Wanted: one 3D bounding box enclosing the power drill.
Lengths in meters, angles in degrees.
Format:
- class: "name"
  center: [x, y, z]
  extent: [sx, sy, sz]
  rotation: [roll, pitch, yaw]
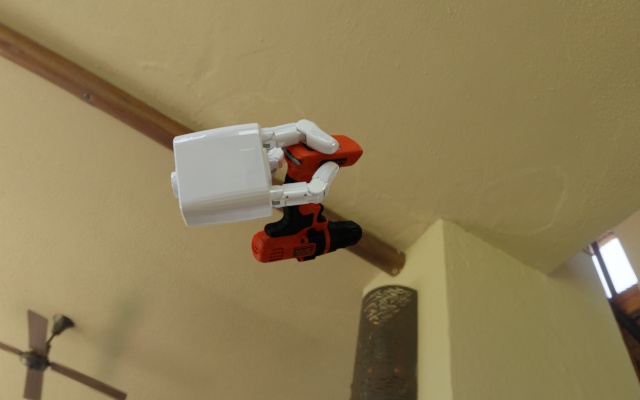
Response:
- class: "power drill"
  center: [0.000, 0.002, 0.679]
  extent: [0.184, 0.188, 0.057]
  rotation: [-8, 35, -33]
